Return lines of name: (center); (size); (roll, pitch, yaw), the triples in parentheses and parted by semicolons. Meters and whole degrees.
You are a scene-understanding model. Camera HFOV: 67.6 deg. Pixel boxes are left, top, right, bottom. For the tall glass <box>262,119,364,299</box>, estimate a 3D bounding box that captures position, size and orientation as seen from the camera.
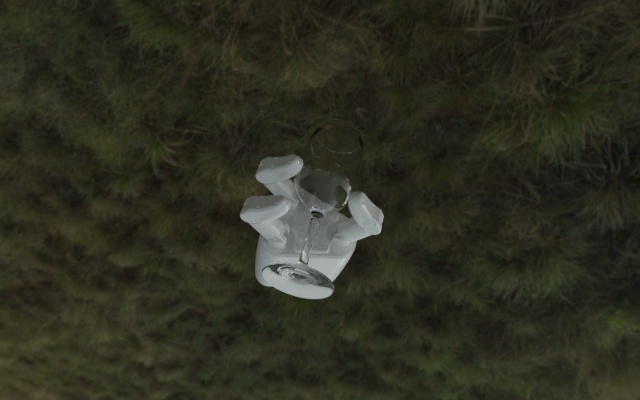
tall glass: (0.000, 0.002, 0.528); (0.079, 0.201, 0.079); (11, -34, 8)
